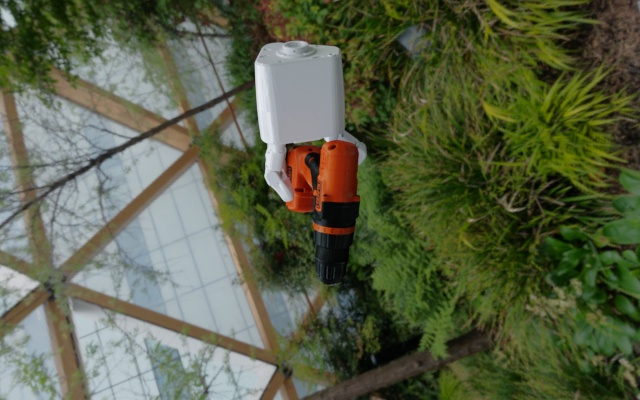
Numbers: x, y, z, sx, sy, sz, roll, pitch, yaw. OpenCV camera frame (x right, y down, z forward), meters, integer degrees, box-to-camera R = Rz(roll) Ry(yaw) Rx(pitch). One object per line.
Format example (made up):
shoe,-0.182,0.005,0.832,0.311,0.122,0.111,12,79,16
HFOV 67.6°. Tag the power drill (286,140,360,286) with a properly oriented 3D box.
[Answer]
power drill,0.000,0.002,0.657,0.057,0.184,0.187,1,13,-19
